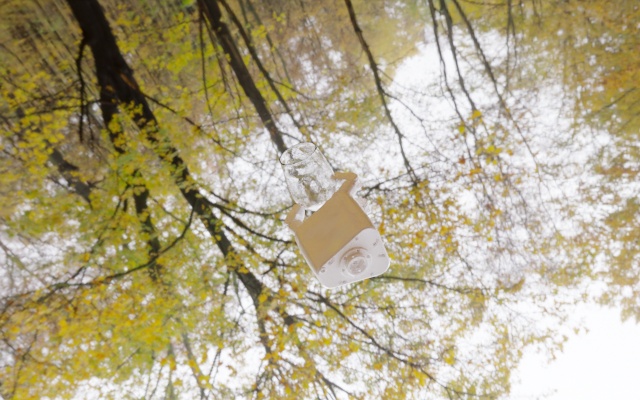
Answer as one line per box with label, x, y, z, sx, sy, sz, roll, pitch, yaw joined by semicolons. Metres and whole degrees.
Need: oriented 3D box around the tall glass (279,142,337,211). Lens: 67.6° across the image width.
tall glass;0.000;0.003;0.786;0.079;0.201;0.079;-17;34;12
